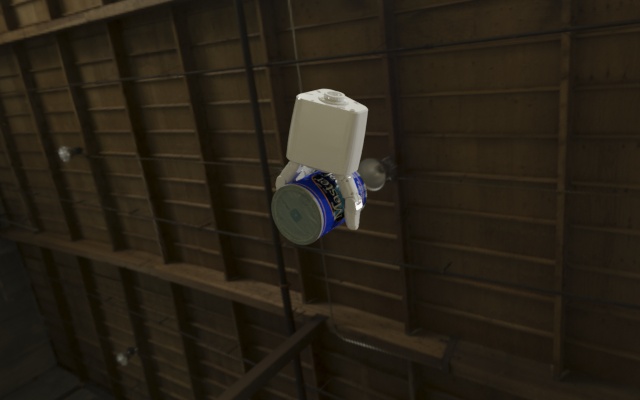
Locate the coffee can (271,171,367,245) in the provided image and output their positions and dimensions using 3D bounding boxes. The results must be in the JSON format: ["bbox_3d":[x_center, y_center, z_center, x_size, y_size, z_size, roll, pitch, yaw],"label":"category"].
[{"bbox_3d":[0.000,0.003,0.815,0.103,0.103,0.140,0,18,38],"label":"coffee can"}]
